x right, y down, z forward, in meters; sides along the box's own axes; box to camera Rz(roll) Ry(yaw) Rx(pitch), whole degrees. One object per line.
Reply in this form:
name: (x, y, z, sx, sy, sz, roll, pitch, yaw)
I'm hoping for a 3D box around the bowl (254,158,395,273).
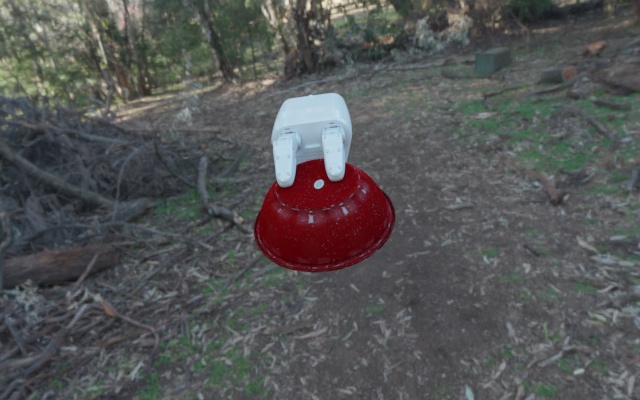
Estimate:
bowl: (0.000, 0.002, 0.525, 0.162, 0.055, 0.162, -6, 40, 5)
